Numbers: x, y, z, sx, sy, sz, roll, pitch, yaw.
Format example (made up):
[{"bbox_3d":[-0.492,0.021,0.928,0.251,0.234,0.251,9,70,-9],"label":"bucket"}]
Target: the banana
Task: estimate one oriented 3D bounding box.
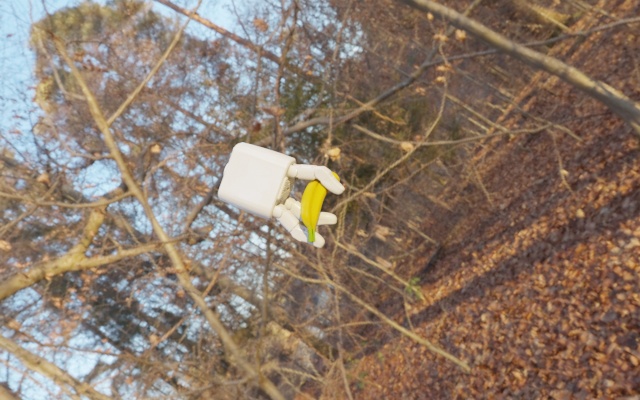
[{"bbox_3d":[-0.002,-0.011,0.857,0.037,0.070,0.197,7,35,15],"label":"banana"}]
